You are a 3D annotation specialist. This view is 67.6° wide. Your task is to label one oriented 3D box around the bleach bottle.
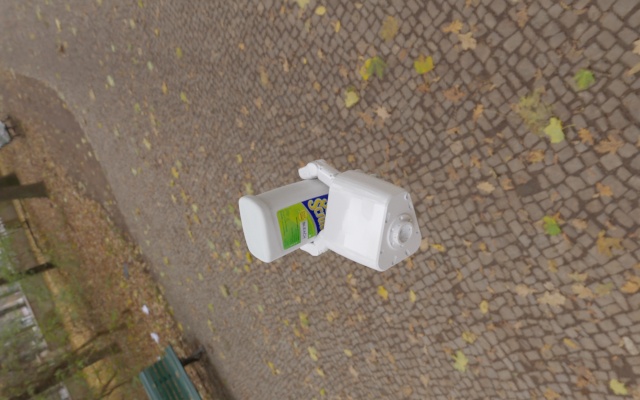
[{"bbox_3d":[0.000,0.003,0.746,0.251,0.103,0.068,-24,30,-33],"label":"bleach bottle"}]
